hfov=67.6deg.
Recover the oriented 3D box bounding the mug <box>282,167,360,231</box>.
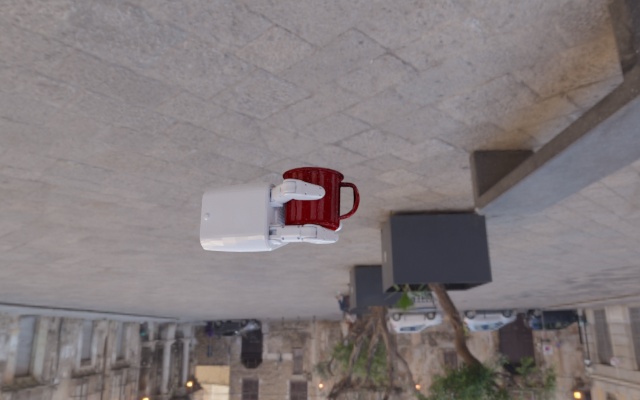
[{"bbox_3d":[0.002,0.002,0.706,0.117,0.081,0.093,-2,-15,12],"label":"mug"}]
